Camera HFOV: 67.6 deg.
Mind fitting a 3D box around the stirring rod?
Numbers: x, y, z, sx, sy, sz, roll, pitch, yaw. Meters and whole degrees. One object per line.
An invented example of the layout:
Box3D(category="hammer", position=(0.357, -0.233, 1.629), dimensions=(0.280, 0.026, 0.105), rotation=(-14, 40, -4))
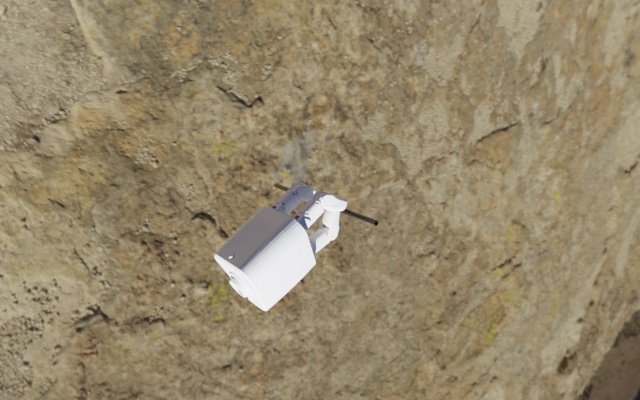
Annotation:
Box3D(category="stirring rod", position=(0.000, 0.003, 0.759), dimensions=(0.011, 0.011, 0.239), rotation=(0, 14, -43))
